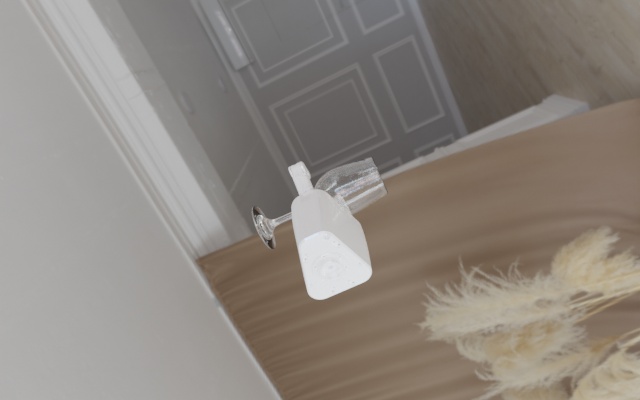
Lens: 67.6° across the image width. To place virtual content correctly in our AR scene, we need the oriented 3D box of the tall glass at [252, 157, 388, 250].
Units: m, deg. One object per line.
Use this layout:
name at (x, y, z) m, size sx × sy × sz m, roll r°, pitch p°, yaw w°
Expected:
tall glass at (-0.001, 0.003, 0.735) m, size 0.201 × 0.079 × 0.079 m, roll -25°, pitch -4°, yaw 8°
